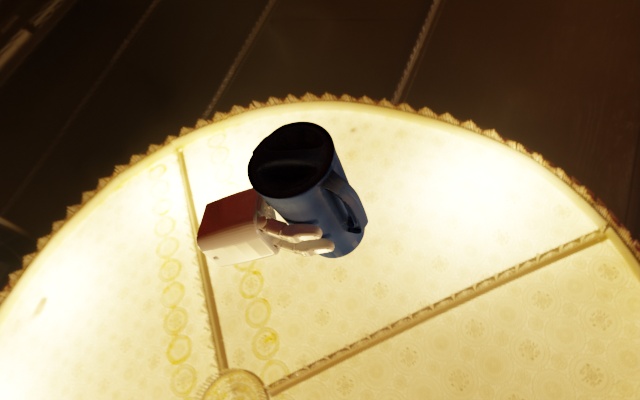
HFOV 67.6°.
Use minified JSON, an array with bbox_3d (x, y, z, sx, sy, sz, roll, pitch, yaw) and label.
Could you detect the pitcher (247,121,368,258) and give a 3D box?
[{"bbox_3d":[0.000,0.002,0.759,0.145,0.149,0.243,-17,-35,11],"label":"pitcher"}]
